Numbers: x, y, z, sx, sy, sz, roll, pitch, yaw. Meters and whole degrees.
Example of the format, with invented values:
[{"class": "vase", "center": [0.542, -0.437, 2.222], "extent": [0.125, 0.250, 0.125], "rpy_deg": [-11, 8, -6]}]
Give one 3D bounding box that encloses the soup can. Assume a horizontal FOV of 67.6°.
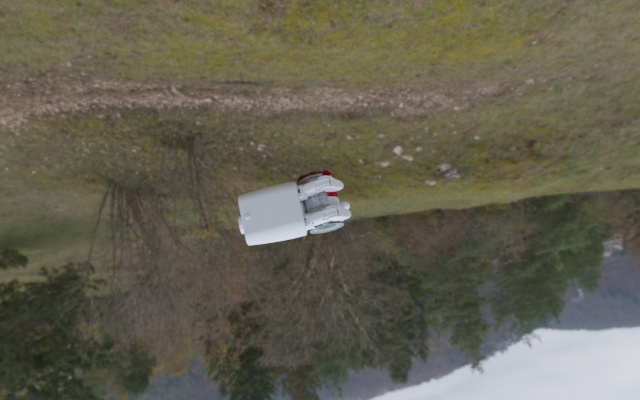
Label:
[{"class": "soup can", "center": [0.001, 0.003, 0.877], "extent": [0.068, 0.102, 0.068], "rpy_deg": [-12, -15, -3]}]
